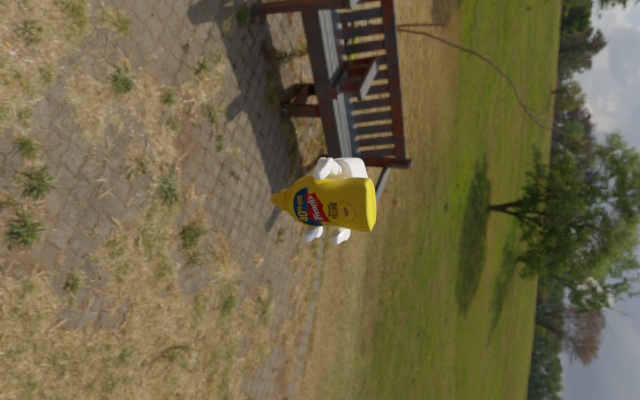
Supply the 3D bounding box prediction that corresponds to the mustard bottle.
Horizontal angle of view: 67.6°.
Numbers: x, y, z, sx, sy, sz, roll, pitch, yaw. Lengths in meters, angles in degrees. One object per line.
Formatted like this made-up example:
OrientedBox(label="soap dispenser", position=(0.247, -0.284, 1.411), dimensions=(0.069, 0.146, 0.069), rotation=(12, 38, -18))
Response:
OrientedBox(label="mustard bottle", position=(0.000, 0.003, 0.855), dimensions=(0.191, 0.096, 0.058), rotation=(4, 33, 21))
